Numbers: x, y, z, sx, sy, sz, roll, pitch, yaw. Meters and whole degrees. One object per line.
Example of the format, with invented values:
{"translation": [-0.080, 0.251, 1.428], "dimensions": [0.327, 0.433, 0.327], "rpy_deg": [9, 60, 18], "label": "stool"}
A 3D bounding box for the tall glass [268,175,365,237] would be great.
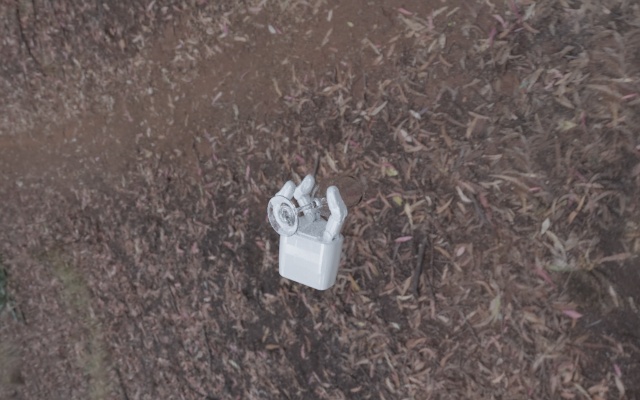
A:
{"translation": [0.000, 0.003, 0.887], "dimensions": [0.079, 0.079, 0.201], "rpy_deg": [0, 14, 43], "label": "tall glass"}
